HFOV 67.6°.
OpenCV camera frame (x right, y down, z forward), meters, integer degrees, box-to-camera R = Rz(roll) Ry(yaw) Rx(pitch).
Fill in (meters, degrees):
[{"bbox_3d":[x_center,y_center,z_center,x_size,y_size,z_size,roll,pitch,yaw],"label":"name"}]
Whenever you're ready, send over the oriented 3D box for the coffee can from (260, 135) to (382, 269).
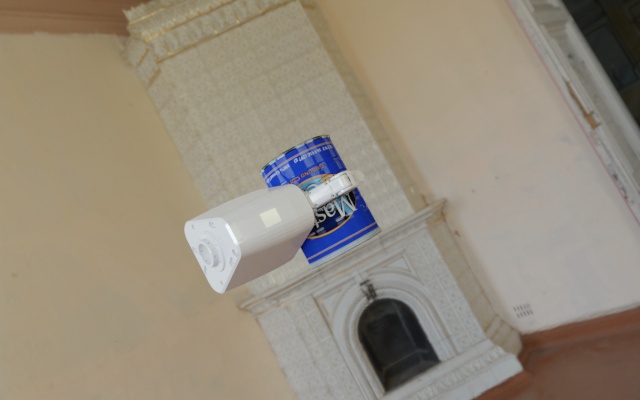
[{"bbox_3d":[0.000,0.002,0.612,0.103,0.140,0.103,-28,-5,-2],"label":"coffee can"}]
